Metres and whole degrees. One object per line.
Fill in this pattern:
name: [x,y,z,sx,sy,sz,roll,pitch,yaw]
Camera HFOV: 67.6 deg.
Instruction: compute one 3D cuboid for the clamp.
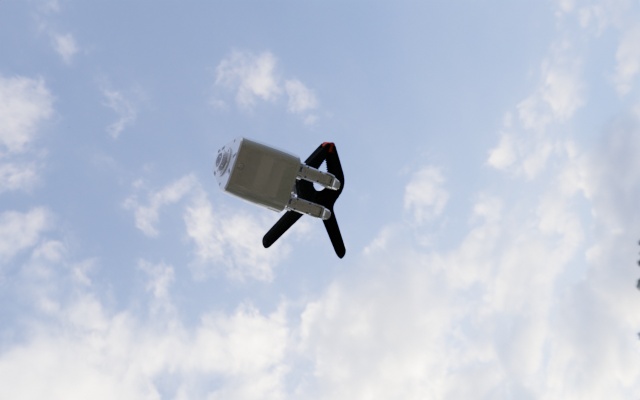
clamp: [0.000,0.002,0.847,0.164,0.210,0.036,19,-1,-30]
